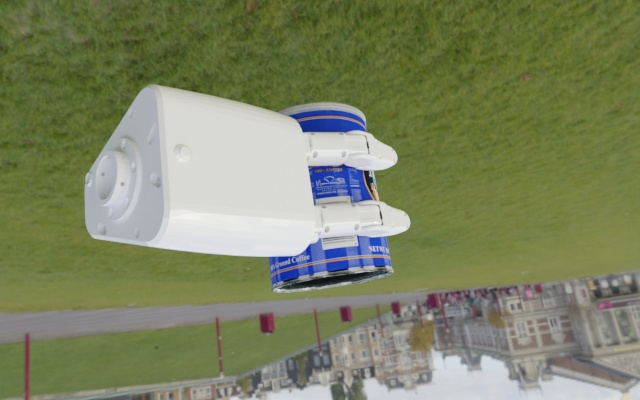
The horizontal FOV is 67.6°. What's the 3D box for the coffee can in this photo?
[{"bbox_3d":[0.000,0.001,0.414,0.103,0.140,0.103,-8,-15,-2],"label":"coffee can"}]
